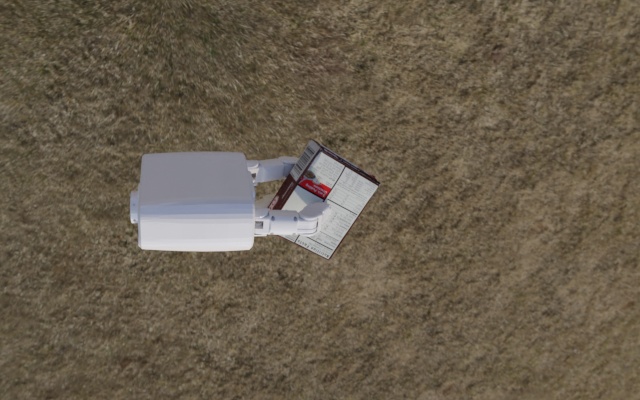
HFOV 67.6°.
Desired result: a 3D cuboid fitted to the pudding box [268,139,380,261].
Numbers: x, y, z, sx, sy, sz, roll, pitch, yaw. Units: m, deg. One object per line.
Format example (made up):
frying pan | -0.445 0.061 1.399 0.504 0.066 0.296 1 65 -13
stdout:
pudding box | 0.000 0.002 0.545 0.090 0.113 0.039 29 13 -26
